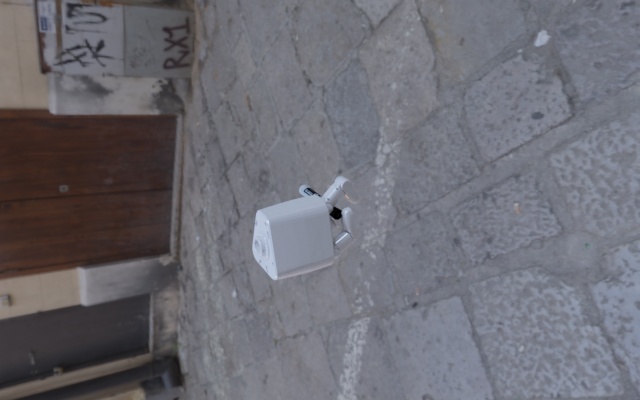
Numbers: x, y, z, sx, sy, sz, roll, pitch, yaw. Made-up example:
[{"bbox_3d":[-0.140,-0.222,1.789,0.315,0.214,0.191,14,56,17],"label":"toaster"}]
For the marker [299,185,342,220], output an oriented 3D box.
[{"bbox_3d":[0.000,0.003,0.816,0.020,0.020,0.121,0,22,-34],"label":"marker"}]
